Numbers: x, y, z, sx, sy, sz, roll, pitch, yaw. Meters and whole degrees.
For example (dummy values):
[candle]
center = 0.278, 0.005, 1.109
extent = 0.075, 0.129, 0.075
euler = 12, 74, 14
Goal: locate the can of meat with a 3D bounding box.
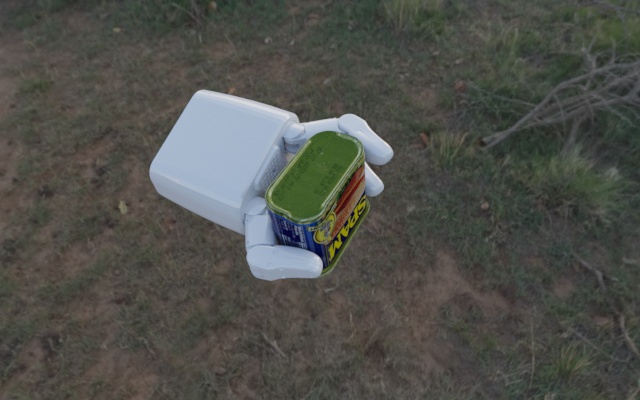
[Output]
[can of meat]
center = 0.000, 0.001, 0.413
extent = 0.057, 0.102, 0.084
euler = 22, -32, 22
